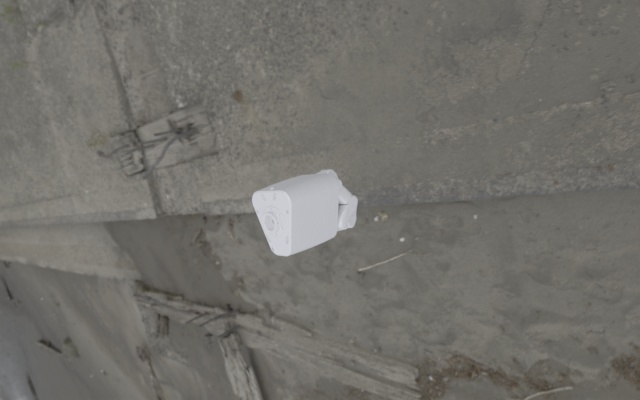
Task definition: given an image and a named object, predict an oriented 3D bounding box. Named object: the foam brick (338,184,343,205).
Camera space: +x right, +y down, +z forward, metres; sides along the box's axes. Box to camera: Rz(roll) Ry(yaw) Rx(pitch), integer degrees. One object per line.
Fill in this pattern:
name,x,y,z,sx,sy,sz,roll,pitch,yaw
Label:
foam brick,0.000,0.003,0.836,0.078,0.053,0.051,-1,14,45
